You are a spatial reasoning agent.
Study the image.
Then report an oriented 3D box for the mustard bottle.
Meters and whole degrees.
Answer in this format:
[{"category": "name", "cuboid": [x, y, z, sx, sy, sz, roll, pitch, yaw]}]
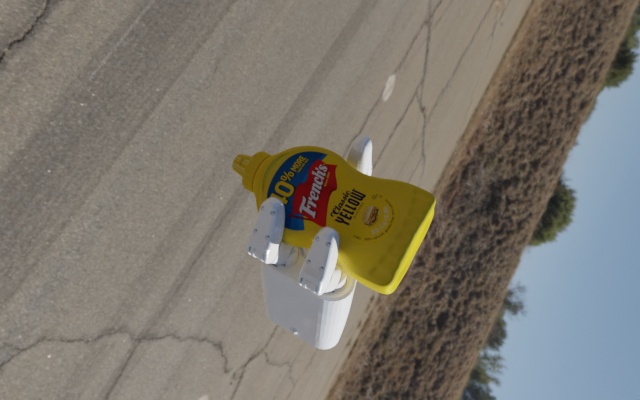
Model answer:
[{"category": "mustard bottle", "cuboid": [0.000, 0.001, 0.440, 0.191, 0.096, 0.058, 25, -16, 19]}]
